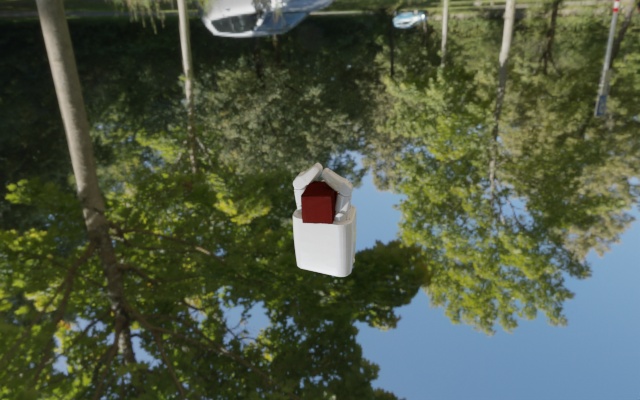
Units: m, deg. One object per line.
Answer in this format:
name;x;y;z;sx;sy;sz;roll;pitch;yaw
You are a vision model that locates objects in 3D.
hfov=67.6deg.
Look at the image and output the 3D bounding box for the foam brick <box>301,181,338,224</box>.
foam brick;0.000;0.003;0.813;0.053;0.051;0.078;2;20;10
